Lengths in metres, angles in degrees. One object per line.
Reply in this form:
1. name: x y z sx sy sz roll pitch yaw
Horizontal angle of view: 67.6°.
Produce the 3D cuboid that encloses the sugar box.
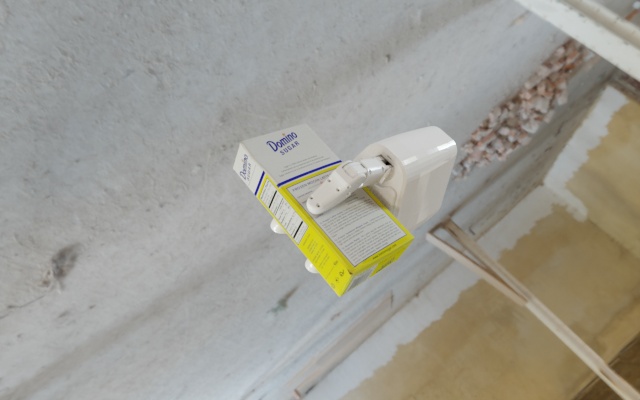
1. sugar box: 0.000 0.002 0.481 0.093 0.176 0.048 -23 -29 -40
